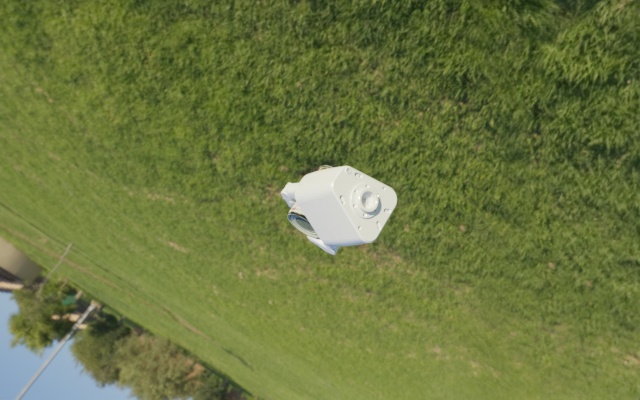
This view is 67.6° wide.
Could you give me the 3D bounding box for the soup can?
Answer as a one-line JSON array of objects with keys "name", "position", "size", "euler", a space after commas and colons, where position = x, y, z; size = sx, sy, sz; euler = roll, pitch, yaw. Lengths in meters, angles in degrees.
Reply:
[{"name": "soup can", "position": [0.000, 0.003, 0.783], "size": [0.068, 0.102, 0.068], "euler": [28, -23, 13]}]
